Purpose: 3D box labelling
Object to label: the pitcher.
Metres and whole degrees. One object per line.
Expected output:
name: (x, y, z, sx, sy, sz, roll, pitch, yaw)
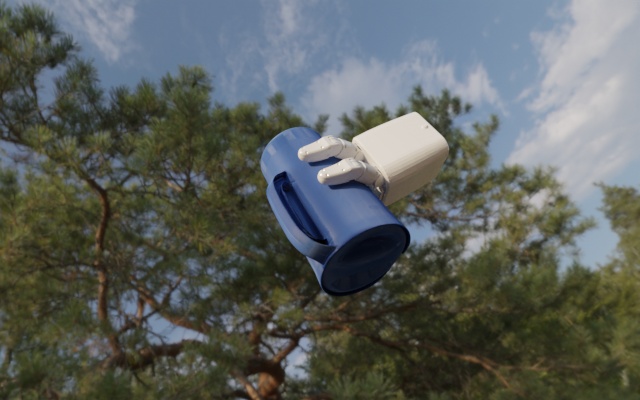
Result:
pitcher: (0.000, 0.002, 0.669, 0.145, 0.242, 0.149, -27, -38, -11)
